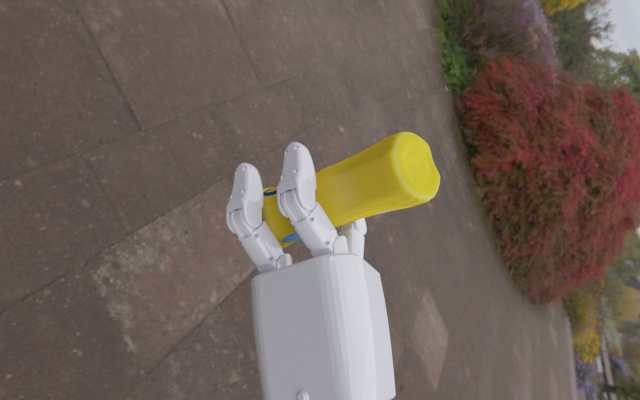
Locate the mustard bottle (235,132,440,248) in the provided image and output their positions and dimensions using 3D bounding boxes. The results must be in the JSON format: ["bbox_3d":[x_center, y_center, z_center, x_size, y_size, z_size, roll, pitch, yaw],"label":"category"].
[{"bbox_3d":[0.000,0.001,0.414,0.192,0.058,0.096,-21,0,30],"label":"mustard bottle"}]
